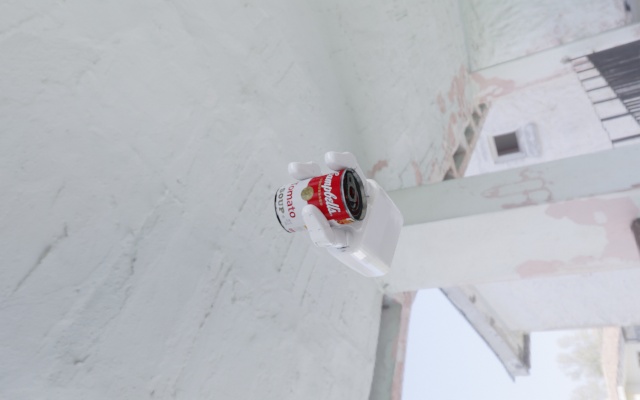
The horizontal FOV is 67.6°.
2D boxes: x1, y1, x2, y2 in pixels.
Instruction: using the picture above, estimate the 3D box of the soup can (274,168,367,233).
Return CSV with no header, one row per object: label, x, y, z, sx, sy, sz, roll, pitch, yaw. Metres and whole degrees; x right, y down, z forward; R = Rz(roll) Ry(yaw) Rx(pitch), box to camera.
soup can,0.000,0.002,0.618,0.102,0.068,0.068,-12,-6,28
